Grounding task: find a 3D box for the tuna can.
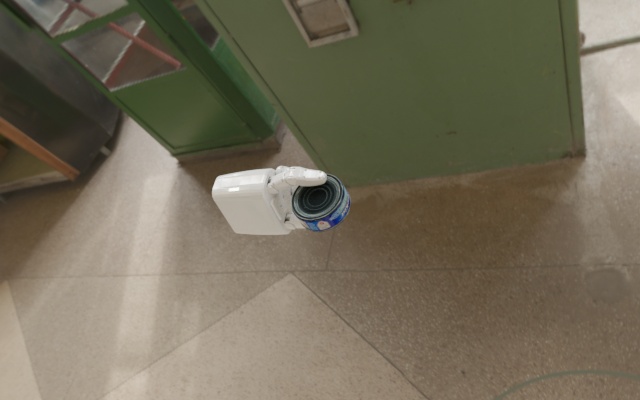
[{"bbox_3d":[0.000,0.002,0.713,0.086,0.086,0.034,0,-33,26],"label":"tuna can"}]
